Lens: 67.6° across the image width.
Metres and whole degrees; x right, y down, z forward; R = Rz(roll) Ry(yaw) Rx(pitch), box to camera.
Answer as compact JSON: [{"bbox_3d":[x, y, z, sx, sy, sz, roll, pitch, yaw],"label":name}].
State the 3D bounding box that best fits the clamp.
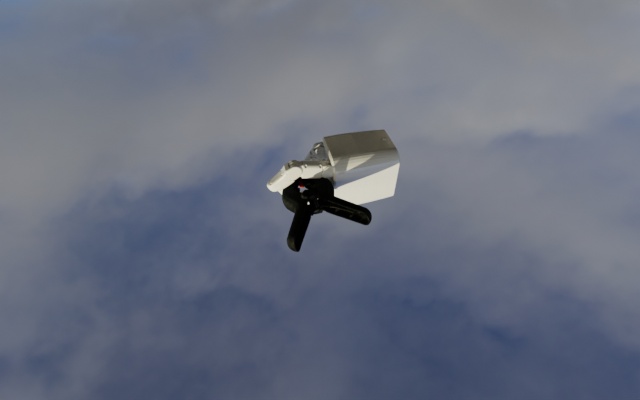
[{"bbox_3d":[0.000,0.003,0.696,0.120,0.039,0.171,-10,38,-6],"label":"clamp"}]
